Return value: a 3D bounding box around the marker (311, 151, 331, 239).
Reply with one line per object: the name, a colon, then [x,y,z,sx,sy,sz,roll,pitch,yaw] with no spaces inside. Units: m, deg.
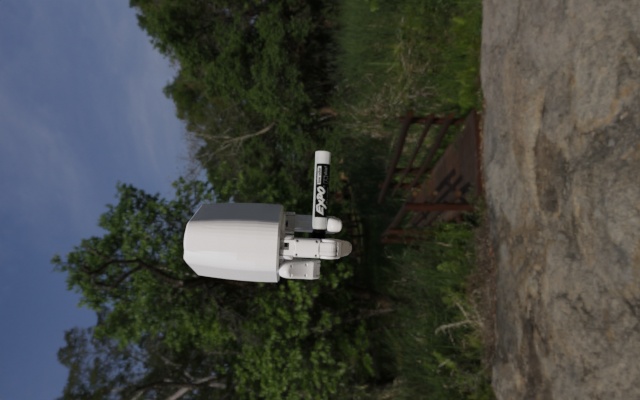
marker: [0.000,0.002,0.570,0.020,0.121,0.020,3,-3,0]
